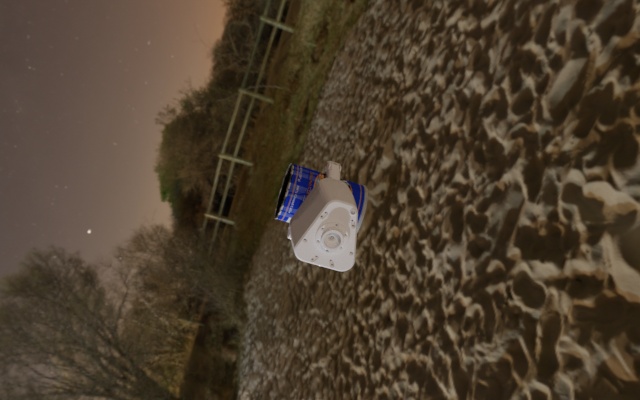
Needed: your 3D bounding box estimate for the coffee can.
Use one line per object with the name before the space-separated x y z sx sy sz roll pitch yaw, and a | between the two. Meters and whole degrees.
coffee can | 0.000 0.003 0.842 0.140 0.103 0.103 17 -3 -11
